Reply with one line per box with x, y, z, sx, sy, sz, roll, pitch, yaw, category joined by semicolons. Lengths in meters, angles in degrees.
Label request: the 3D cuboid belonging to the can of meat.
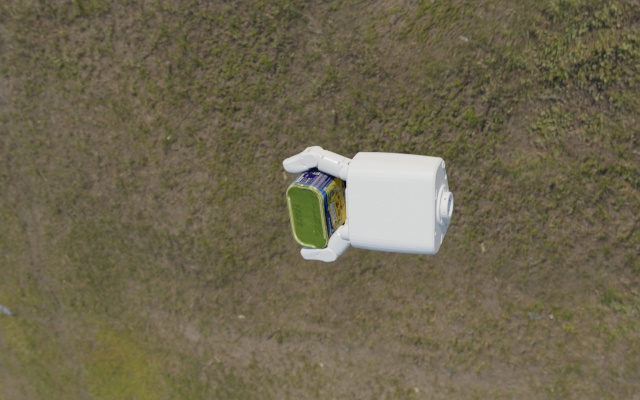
0.000;0.002;0.638;0.057;0.102;0.084;9;35;25;can of meat
